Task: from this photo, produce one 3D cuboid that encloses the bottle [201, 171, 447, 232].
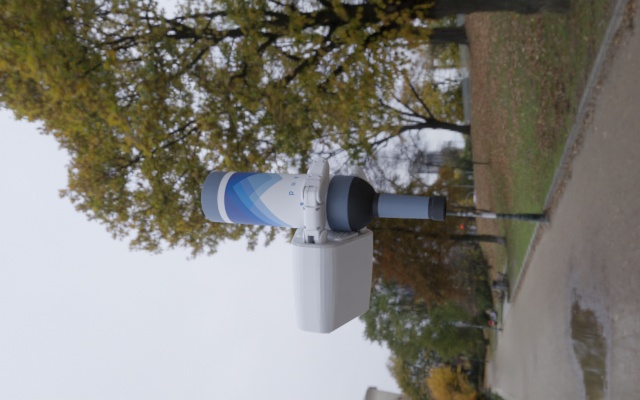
[{"bbox_3d":[0.000,0.002,0.578,0.295,0.069,0.069,3,1,20],"label":"bottle"}]
